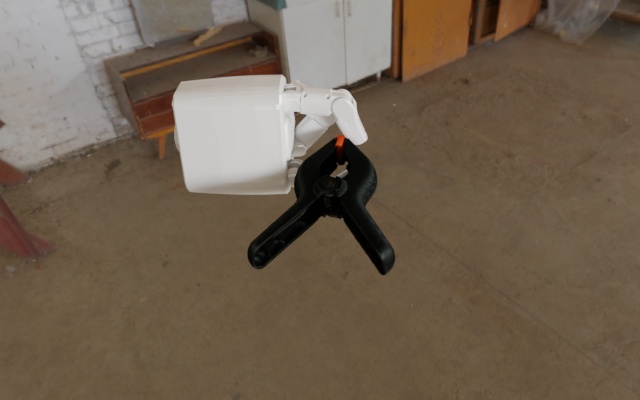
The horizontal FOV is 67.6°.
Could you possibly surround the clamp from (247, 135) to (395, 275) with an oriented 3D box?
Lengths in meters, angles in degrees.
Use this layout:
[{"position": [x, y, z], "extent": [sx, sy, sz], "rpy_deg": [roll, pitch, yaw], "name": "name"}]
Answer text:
[{"position": [0.000, 0.001, 0.435], "extent": [0.120, 0.039, 0.171], "rpy_deg": [0, 40, 1], "name": "clamp"}]
